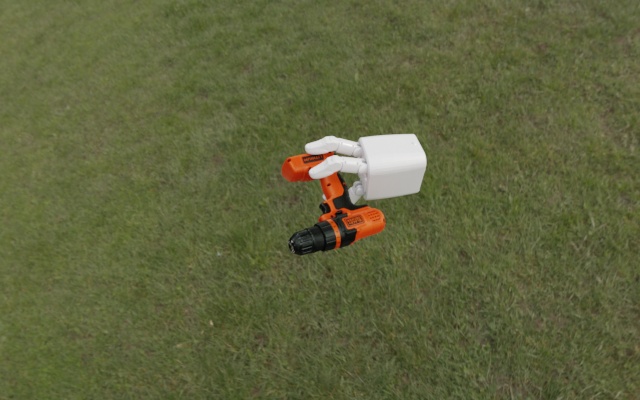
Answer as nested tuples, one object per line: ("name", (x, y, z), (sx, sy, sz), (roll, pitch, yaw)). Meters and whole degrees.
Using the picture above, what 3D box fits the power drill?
("power drill", (0.000, 0.002, 0.852), (0.184, 0.187, 0.057), (-14, -29, -27))
